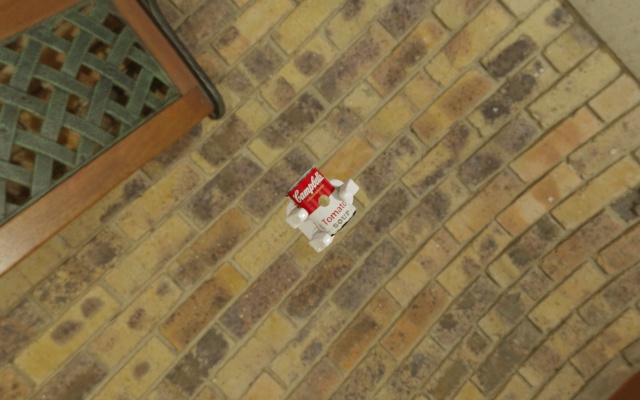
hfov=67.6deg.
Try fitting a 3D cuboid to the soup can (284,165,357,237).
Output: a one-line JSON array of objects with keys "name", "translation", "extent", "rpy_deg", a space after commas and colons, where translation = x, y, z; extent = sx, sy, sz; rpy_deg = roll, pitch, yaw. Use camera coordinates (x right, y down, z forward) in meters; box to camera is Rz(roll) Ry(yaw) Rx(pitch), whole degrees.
[{"name": "soup can", "translation": [0.000, 0.003, 0.767], "extent": [0.068, 0.102, 0.068], "rpy_deg": [-44, 5, 5]}]
